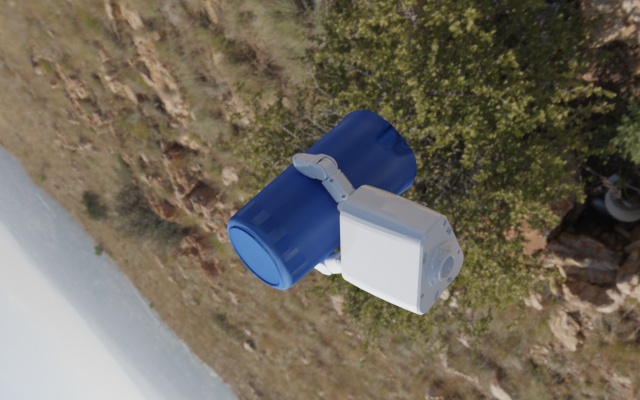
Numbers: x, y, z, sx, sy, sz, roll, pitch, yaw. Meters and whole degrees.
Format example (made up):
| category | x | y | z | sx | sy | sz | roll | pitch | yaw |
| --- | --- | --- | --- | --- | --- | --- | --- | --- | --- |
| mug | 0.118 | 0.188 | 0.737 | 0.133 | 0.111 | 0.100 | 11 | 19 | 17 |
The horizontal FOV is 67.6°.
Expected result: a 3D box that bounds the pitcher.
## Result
| category | x | y | z | sx | sy | sz | roll | pitch | yaw |
| --- | --- | --- | --- | --- | --- | --- | --- | --- | --- |
| pitcher | 0.000 | 0.002 | 0.621 | 0.145 | 0.149 | 0.242 | 22 | 51 | 40 |
